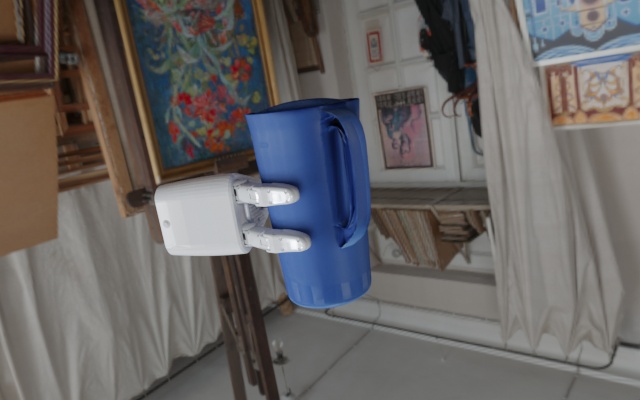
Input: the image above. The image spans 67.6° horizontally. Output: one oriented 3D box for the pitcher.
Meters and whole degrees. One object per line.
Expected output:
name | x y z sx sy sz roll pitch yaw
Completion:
pitcher | 0.000 0.002 0.570 0.145 0.243 0.149 -5 13 15
